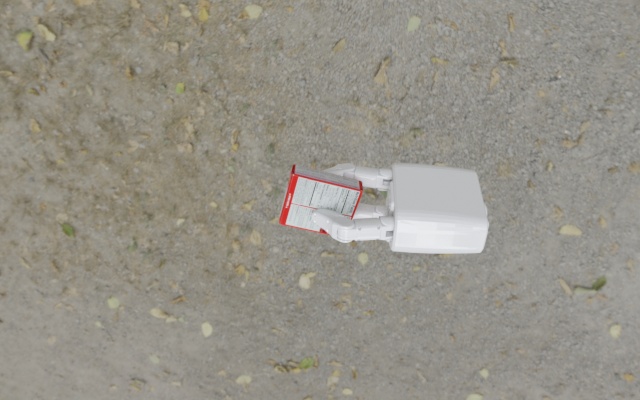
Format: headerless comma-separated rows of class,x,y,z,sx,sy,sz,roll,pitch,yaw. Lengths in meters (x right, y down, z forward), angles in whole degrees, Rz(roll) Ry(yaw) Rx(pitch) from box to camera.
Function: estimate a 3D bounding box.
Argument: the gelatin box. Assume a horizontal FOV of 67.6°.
gelatin box,0.000,0.002,0.586,0.089,0.073,0.030,12,30,-8
